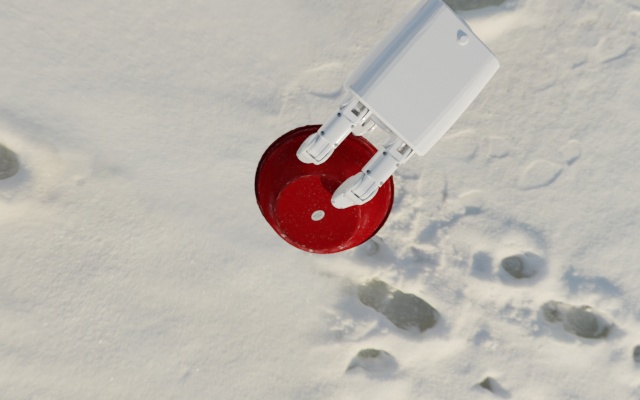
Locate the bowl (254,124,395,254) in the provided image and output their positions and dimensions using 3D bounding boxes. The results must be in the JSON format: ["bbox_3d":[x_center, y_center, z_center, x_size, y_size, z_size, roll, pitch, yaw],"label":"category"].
[{"bbox_3d":[-0.001,0.003,0.524,0.162,0.162,0.055,0,27,8],"label":"bowl"}]
